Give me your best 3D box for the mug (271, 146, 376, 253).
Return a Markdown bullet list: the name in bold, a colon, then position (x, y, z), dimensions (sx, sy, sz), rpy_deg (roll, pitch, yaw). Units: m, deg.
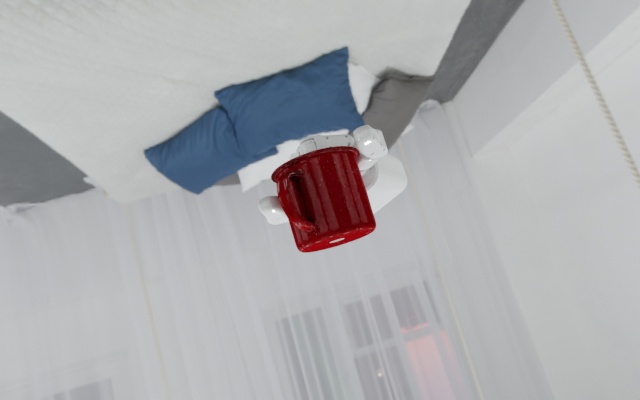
- **mug**: position (-0.001, 0.002, 0.462), dimensions (0.093, 0.081, 0.117), rpy_deg (-23, -14, 27)
